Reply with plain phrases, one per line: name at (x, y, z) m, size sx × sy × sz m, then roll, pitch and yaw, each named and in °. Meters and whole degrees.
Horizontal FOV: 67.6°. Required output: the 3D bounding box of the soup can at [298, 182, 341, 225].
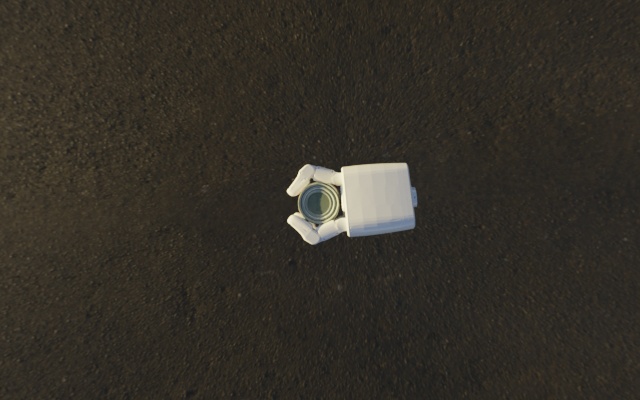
soup can at (0.000, 0.003, 0.792) m, size 0.068 × 0.068 × 0.102 m, roll 0°, pitch 3°, yaw 3°
